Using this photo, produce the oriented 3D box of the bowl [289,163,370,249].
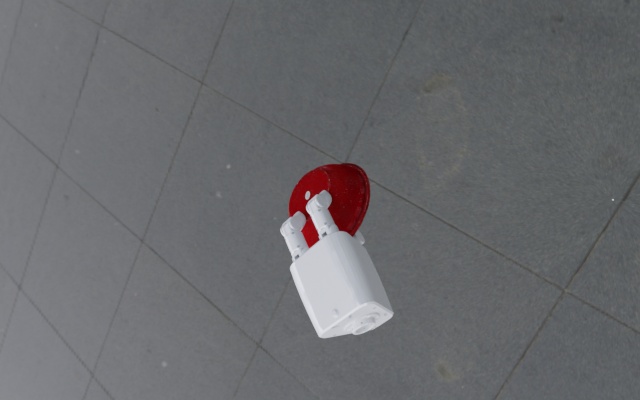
[{"bbox_3d":[-0.001,0.002,0.753,0.055,0.162,0.162,29,-18,-36],"label":"bowl"}]
